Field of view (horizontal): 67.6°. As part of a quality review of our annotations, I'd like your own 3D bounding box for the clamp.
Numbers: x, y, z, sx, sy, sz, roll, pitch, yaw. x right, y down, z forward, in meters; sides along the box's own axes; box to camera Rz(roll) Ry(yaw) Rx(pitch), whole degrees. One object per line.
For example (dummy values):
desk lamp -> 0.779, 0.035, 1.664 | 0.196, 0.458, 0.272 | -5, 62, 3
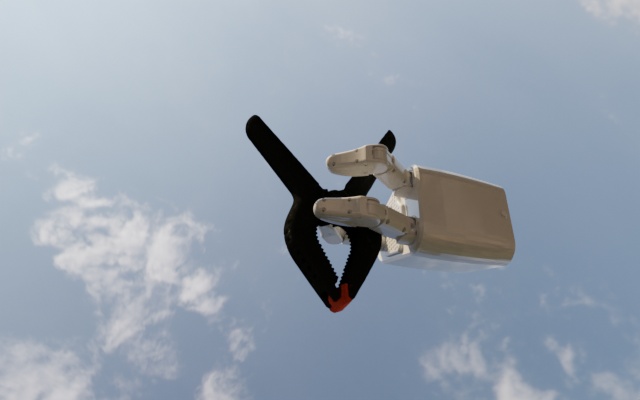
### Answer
clamp -> 0.000, 0.002, 0.467 | 0.164, 0.209, 0.036 | 9, -32, -11
